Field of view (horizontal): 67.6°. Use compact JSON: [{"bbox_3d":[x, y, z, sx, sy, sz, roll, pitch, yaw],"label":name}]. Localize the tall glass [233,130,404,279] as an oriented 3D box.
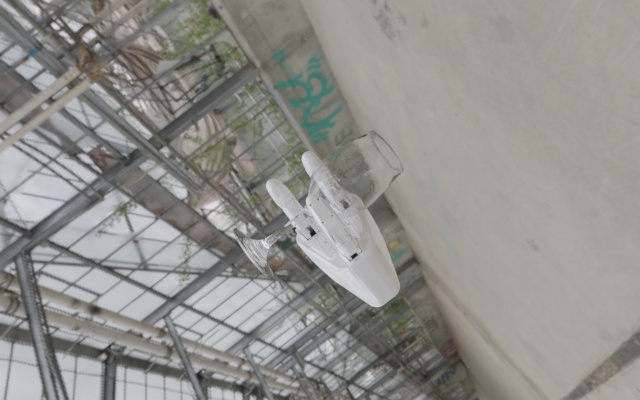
[{"bbox_3d":[0.000,0.002,0.561,0.201,0.079,0.079,-38,0,-1],"label":"tall glass"}]
